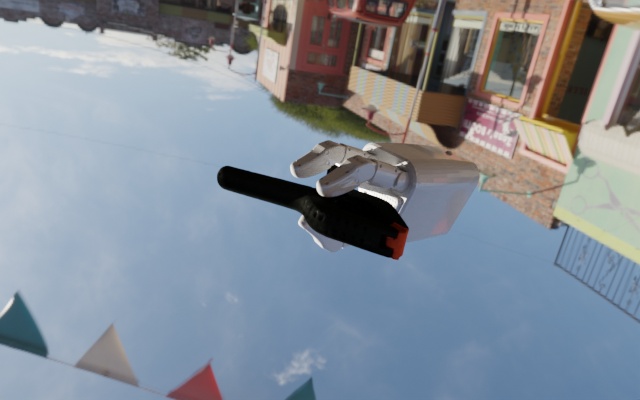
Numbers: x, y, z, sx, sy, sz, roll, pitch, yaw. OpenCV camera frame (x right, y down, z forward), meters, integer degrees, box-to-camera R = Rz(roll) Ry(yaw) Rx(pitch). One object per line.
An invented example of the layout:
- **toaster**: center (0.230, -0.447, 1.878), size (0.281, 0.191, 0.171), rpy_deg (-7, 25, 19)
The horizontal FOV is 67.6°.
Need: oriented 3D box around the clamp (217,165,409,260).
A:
- **clamp**: center (0.000, 0.003, 0.486), size (0.164, 0.036, 0.210), rpy_deg (-4, 24, -32)
